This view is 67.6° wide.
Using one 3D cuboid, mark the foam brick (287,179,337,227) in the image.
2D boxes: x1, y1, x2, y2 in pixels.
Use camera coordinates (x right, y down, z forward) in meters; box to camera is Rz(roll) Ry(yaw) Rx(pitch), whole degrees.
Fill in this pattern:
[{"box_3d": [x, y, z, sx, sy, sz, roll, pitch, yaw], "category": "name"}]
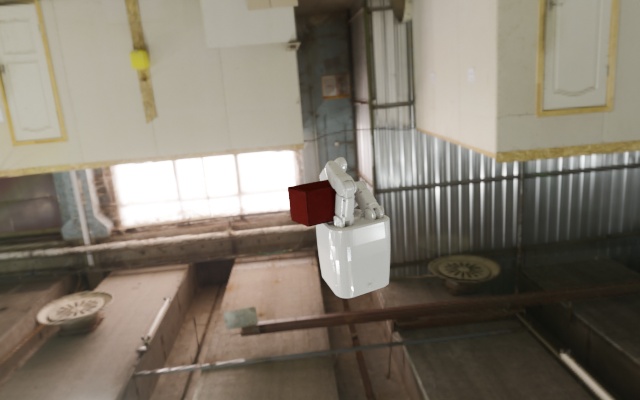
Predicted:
[{"box_3d": [0.000, 0.002, 0.684, 0.078, 0.051, 0.053, -11, 15, -30], "category": "foam brick"}]
